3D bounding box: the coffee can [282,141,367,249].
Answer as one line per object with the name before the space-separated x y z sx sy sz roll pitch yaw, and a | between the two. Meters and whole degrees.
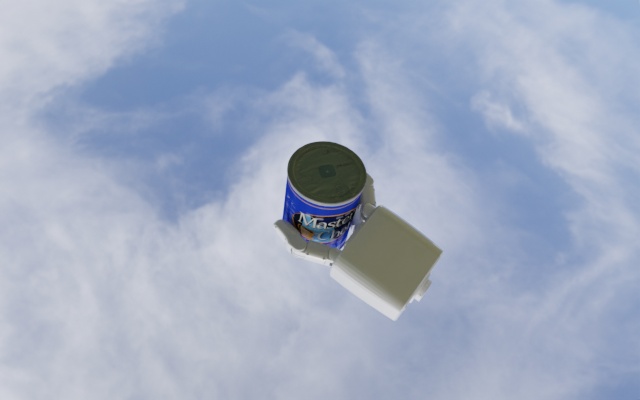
coffee can | 0.000 0.002 0.663 0.103 0.102 0.140 0 -35 -9
